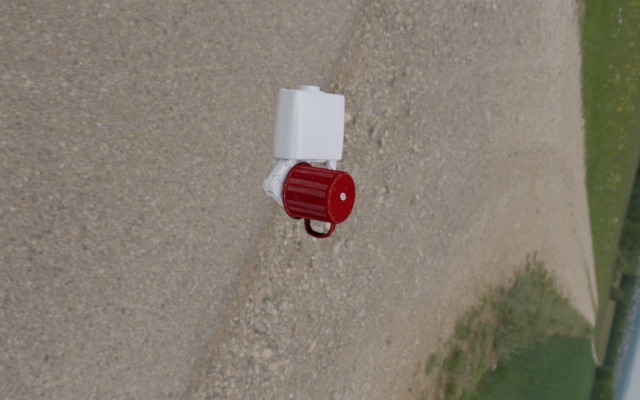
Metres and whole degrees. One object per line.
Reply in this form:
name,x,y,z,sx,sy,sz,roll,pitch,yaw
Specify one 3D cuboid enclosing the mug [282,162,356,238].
mug,0.000,0.004,0.741,0.081,0.117,0.093,11,13,33
